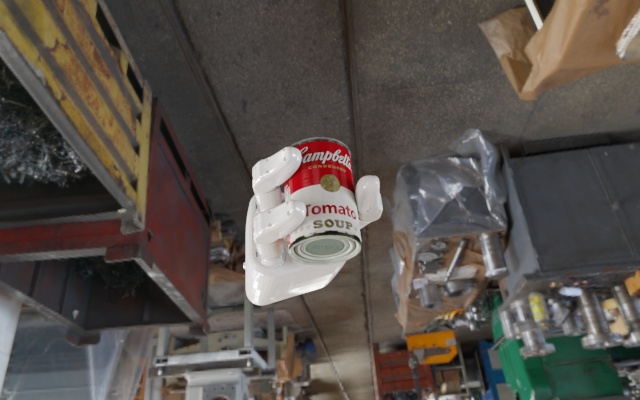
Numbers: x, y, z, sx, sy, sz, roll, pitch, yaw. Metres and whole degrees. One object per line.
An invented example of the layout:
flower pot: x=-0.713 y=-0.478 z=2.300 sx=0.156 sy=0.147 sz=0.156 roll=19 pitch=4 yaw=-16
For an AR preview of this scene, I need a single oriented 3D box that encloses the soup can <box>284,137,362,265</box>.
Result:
soup can: x=0.000 y=0.001 z=0.448 sx=0.068 sy=0.102 sz=0.068 roll=-4 pitch=-30 yaw=-2
